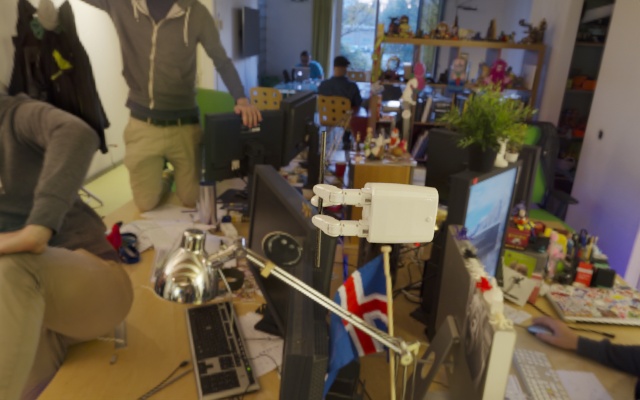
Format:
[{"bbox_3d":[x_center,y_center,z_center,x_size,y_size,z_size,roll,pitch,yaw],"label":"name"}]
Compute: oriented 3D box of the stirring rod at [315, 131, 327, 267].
[{"bbox_3d":[0.000,0.003,0.804,0.011,0.240,0.011,2,20,-1],"label":"stirring rod"}]
